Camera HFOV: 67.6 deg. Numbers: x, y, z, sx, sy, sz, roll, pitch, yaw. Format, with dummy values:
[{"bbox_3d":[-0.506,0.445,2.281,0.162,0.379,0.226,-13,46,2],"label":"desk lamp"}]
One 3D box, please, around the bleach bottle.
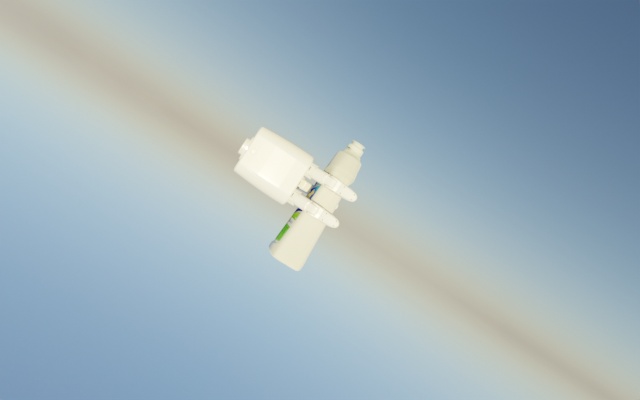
[{"bbox_3d":[0.000,0.003,0.873,0.068,0.251,0.102,33,-1,-10],"label":"bleach bottle"}]
